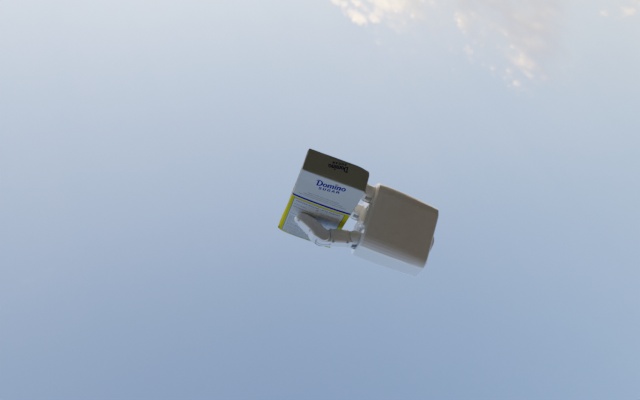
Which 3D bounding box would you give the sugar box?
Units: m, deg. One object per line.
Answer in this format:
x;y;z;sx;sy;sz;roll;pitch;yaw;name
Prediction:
0.000;0.002;0.712;0.093;0.048;0.176;20;-37;-5;sugar box
